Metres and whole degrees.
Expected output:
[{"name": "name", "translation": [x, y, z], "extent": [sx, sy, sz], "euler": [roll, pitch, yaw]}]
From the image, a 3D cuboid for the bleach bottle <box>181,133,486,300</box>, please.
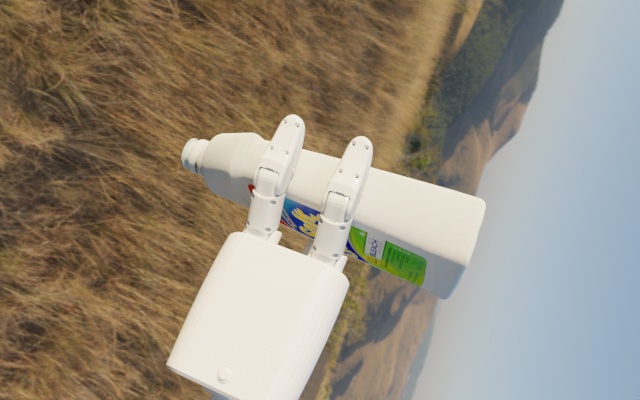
[{"name": "bleach bottle", "translation": [0.000, 0.001, 0.403], "extent": [0.251, 0.068, 0.103], "euler": [19, -24, 14]}]
